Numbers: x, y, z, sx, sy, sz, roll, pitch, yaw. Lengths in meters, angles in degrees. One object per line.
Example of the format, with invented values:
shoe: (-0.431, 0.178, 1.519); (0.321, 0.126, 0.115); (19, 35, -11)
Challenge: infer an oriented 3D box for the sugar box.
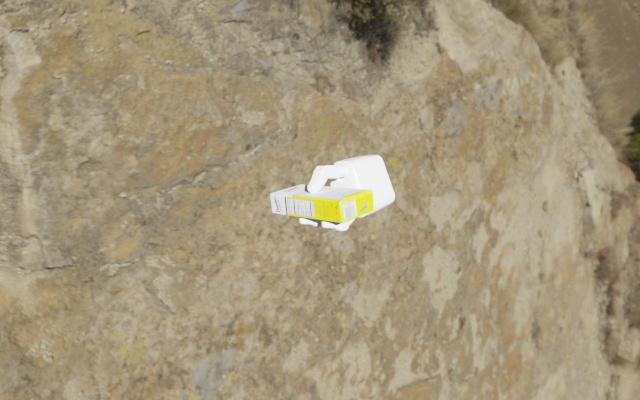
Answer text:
sugar box: (0.000, 0.003, 0.879); (0.176, 0.048, 0.093); (3, 15, 43)
